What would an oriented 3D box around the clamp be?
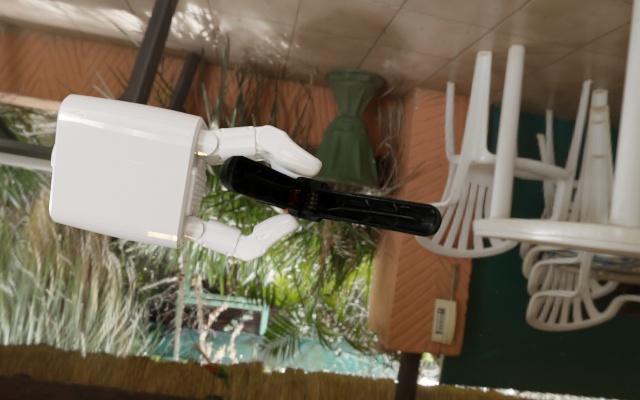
[{"bbox_3d":[0.000,0.002,0.423,0.164,0.036,0.210,14,-4,-7],"label":"clamp"}]
